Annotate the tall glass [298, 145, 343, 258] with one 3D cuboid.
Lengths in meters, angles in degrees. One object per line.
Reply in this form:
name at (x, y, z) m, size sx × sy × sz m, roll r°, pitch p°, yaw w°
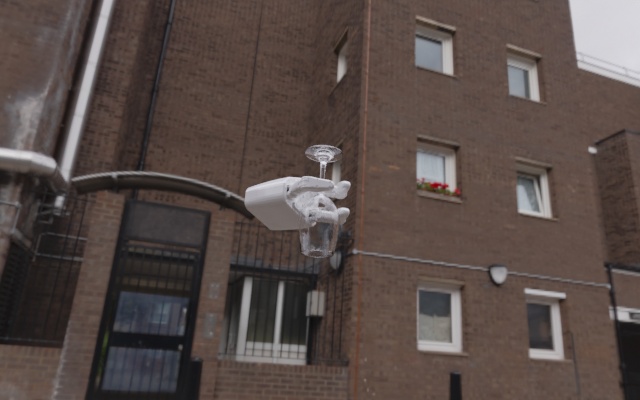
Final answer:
tall glass at (0.000, 0.002, 0.894) m, size 0.079 × 0.201 × 0.079 m, roll 3°, pitch -19°, yaw 1°
